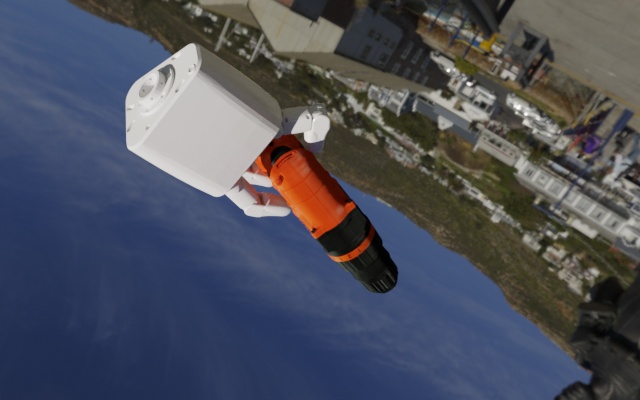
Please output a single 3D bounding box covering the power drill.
[{"bbox_3d":[0.000,0.001,0.515,0.057,0.184,0.187,-39,29,-3],"label":"power drill"}]
